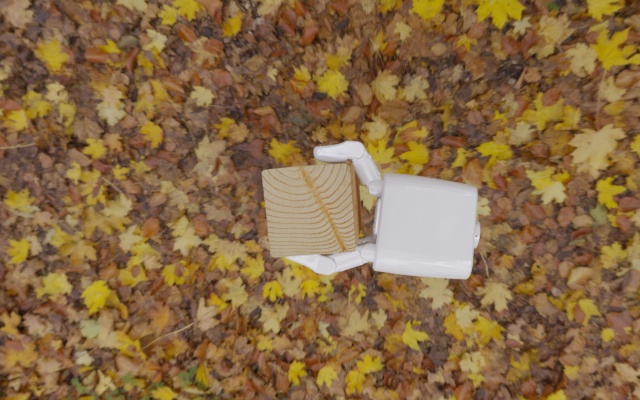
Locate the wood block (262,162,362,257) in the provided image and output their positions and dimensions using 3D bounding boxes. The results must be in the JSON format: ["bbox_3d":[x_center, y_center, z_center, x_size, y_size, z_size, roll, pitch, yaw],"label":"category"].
[{"bbox_3d":[0.000,0.002,0.574,0.090,0.091,0.206,-4,4,7],"label":"wood block"}]
